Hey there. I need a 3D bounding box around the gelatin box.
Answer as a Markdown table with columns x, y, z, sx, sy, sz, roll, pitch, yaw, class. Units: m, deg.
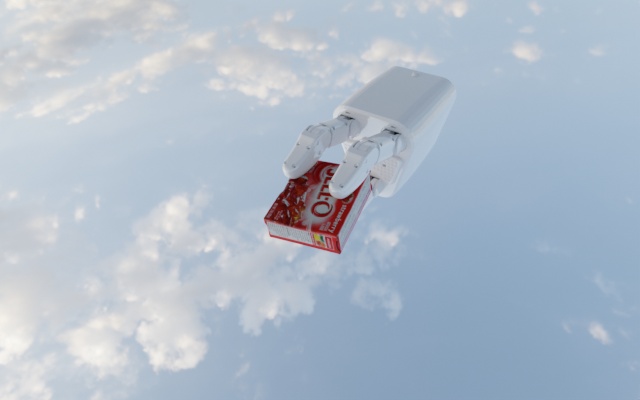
| x | y | z | sx | sy | sz | roll | pitch | yaw | class |
| --- | --- | --- | --- | --- | --- | --- | --- | --- | --- |
| 0.000 | 0.002 | 0.448 | 0.073 | 0.089 | 0.030 | 12 | -39 | 22 | gelatin box |
